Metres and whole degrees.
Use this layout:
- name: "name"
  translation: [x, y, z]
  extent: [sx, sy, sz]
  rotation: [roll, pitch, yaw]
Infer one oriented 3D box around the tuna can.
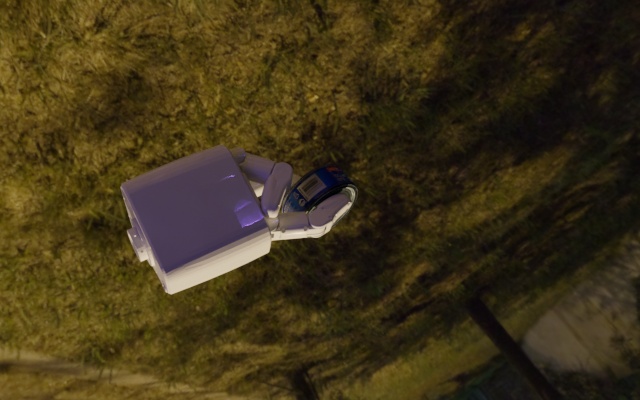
- name: "tuna can"
  translation: [0.000, 0.002, 0.539]
  extent: [0.086, 0.086, 0.033]
  rotation: [0, 43, -53]
